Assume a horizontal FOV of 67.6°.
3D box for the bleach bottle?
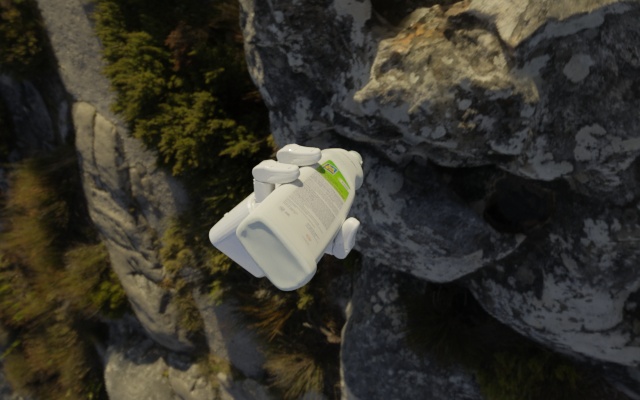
[{"bbox_3d":[0.000,0.002,0.622,0.068,0.102,0.250,-34,7,39],"label":"bleach bottle"}]
